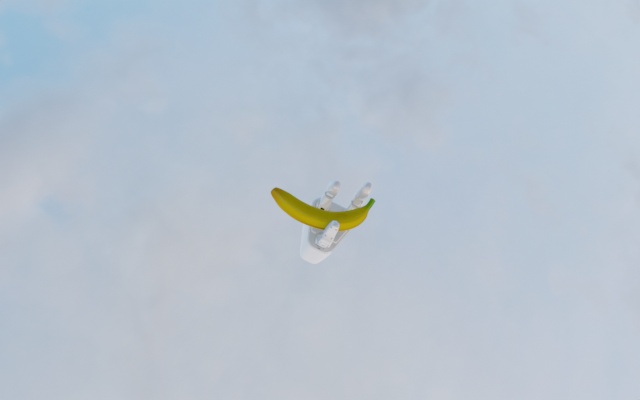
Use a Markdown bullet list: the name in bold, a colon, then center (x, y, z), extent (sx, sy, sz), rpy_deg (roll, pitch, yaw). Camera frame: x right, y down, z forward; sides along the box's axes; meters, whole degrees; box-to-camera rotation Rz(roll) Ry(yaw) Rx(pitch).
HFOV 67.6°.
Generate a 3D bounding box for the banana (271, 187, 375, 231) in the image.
- **banana**: center (0.002, 0.021, 0.890), extent (0.198, 0.069, 0.037), rpy_deg (7, -17, -9)
